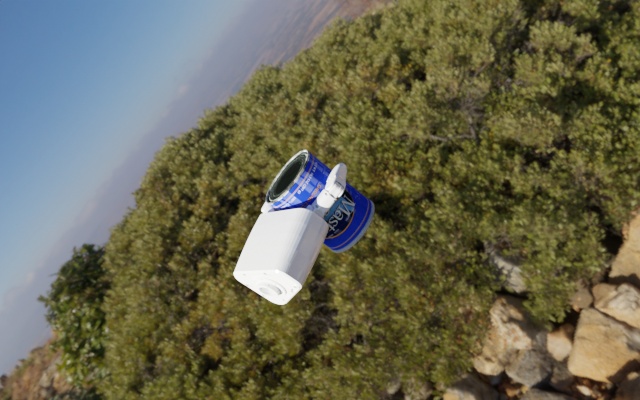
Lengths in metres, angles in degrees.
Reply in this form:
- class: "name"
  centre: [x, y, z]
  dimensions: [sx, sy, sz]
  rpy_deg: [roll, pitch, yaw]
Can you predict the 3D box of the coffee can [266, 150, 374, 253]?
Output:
- class: "coffee can"
  centre: [0.000, 0.002, 0.753]
  dimensions: [0.140, 0.102, 0.103]
  rpy_deg: [37, -15, -20]
